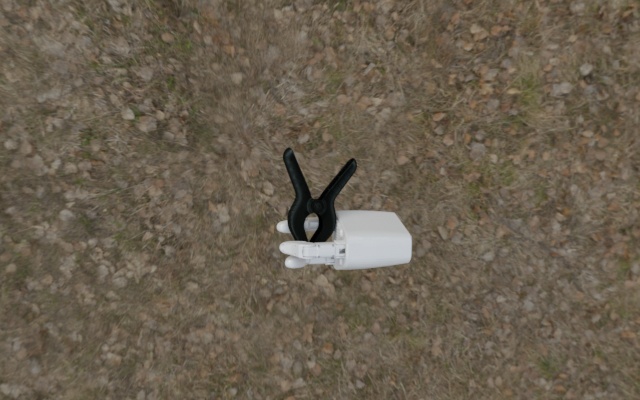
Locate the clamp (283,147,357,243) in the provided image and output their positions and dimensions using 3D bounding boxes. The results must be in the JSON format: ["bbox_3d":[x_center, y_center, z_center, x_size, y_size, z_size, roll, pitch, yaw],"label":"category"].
[{"bbox_3d":[0.000,0.003,0.754,0.120,0.171,0.039,-1,7,-11],"label":"clamp"}]
